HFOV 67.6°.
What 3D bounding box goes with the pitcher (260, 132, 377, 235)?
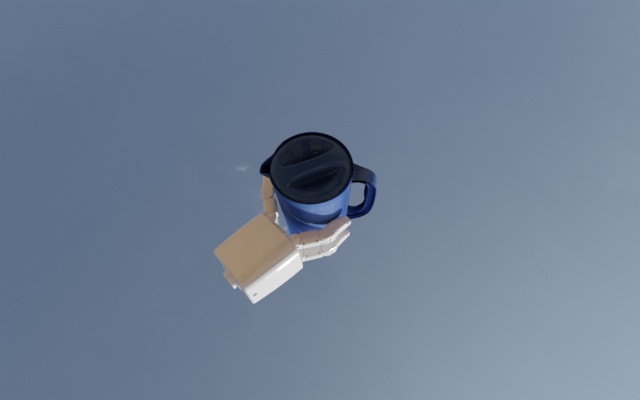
[{"bbox_3d":[0.000,0.003,0.839,0.145,0.149,0.243,-38,-24,-16],"label":"pitcher"}]
